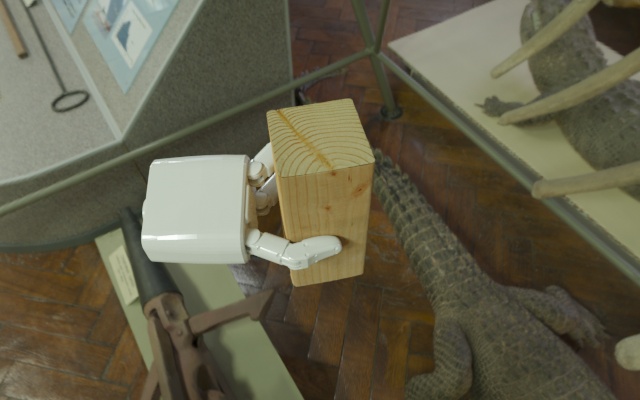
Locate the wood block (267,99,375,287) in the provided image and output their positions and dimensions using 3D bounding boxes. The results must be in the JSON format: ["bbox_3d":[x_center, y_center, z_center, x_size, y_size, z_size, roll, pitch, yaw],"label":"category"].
[{"bbox_3d":[0.000,0.002,0.528,0.090,0.090,0.206,-10,-37,-6],"label":"wood block"}]
